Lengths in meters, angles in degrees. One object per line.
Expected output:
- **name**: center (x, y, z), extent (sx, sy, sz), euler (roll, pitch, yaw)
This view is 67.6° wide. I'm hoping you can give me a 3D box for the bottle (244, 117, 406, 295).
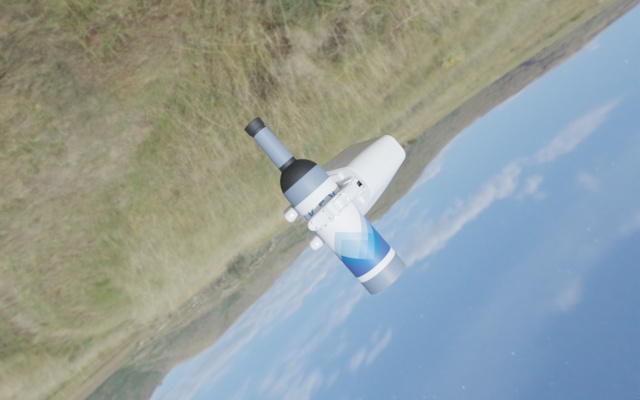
- **bottle**: center (0.000, 0.002, 0.677), extent (0.069, 0.296, 0.069), euler (-41, 4, 3)
